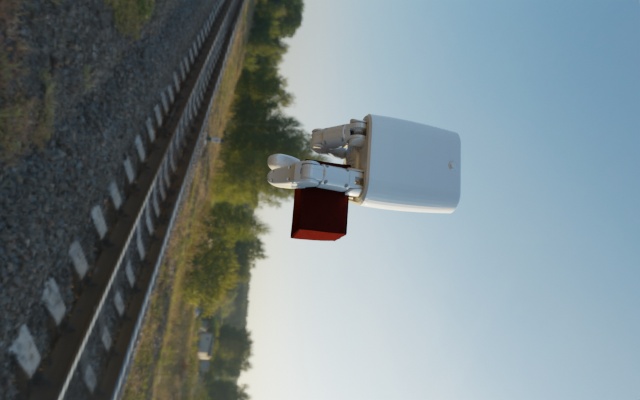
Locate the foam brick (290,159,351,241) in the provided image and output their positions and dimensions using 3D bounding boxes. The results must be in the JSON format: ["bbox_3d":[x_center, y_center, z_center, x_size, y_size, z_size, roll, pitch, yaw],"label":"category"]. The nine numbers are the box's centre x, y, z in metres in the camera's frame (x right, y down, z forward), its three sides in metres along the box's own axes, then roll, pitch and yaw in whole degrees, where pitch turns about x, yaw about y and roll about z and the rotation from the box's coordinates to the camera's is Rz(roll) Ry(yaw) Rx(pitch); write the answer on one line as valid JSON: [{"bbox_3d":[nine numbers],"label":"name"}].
[{"bbox_3d":[0.000,0.002,0.513,0.051,0.078,0.053,8,-15,-12],"label":"foam brick"}]
